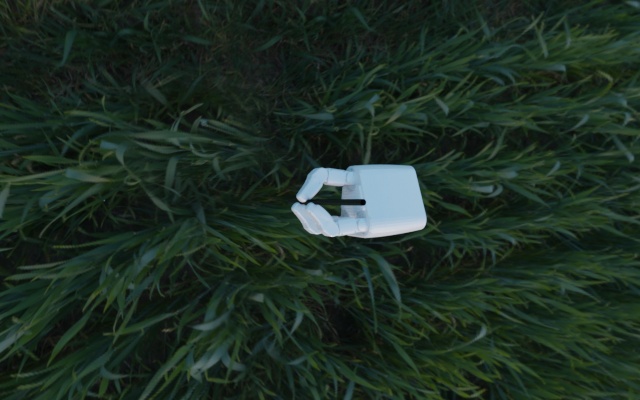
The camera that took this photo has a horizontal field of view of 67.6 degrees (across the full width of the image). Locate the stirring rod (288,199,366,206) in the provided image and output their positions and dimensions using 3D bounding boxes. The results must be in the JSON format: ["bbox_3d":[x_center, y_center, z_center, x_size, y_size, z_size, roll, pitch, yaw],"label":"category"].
[{"bbox_3d":[0.000,0.002,0.663,0.011,0.011,0.239,0,0,-24],"label":"stirring rod"}]
